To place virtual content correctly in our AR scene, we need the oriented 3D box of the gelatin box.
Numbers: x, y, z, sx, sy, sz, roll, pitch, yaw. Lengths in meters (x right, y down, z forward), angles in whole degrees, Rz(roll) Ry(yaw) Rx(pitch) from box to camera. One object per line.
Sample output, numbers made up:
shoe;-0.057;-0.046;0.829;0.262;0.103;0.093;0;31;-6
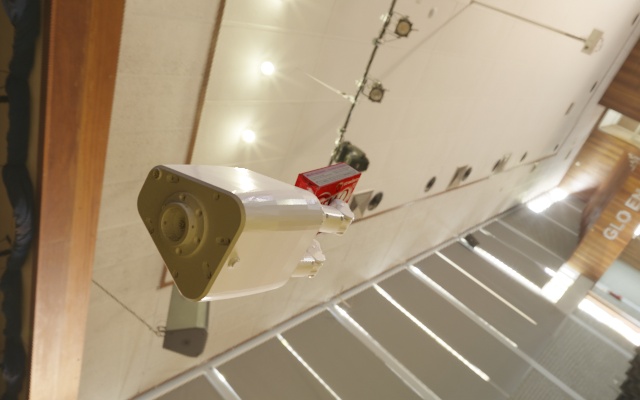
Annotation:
gelatin box;0.000;0.001;0.516;0.030;0.073;0.089;35;29;22
